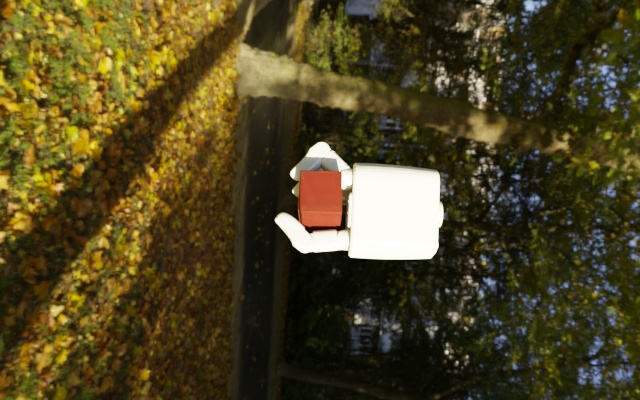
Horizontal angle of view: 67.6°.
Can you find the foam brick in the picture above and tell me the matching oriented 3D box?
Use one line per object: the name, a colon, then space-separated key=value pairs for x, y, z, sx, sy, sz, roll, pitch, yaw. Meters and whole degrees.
foam brick: x=0.000 y=0.002 z=0.591 sx=0.051 sy=0.053 sz=0.078 roll=2 pitch=-21 yaw=0
